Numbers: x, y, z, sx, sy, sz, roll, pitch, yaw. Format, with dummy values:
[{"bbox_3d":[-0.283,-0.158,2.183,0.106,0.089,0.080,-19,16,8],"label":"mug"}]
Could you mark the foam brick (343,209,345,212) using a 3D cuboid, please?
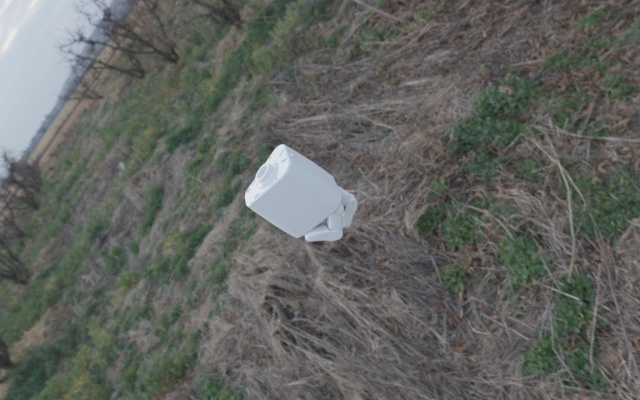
[{"bbox_3d":[0.000,0.003,0.837,0.051,0.053,0.078,33,18,-28],"label":"foam brick"}]
